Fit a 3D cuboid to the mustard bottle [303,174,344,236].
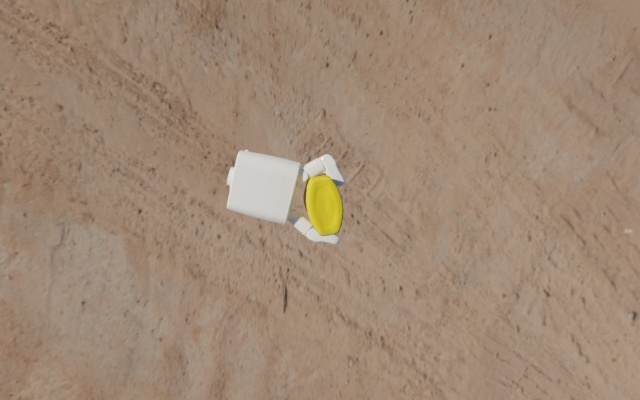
[{"bbox_3d":[0.000,0.003,0.845,0.058,0.096,0.191,-12,5,-4],"label":"mustard bottle"}]
